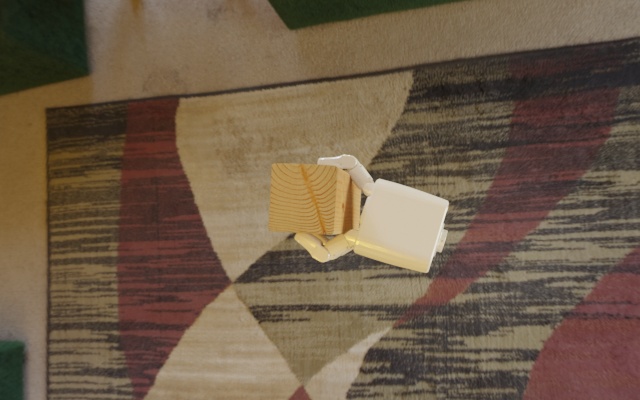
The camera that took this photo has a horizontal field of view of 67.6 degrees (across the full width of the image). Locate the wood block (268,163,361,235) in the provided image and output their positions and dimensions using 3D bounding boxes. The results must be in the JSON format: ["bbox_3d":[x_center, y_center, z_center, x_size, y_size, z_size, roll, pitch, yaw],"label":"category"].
[{"bbox_3d":[0.000,0.002,0.711,0.090,0.091,0.206,3,-2,13],"label":"wood block"}]
